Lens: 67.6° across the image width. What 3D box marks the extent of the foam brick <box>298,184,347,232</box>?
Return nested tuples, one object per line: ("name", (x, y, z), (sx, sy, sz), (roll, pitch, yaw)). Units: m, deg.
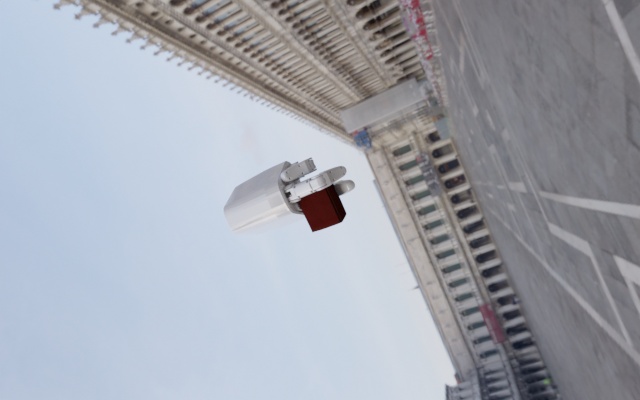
("foam brick", (0.000, 0.003, 0.749), (0.051, 0.078, 0.053), (-23, 5, 16))
